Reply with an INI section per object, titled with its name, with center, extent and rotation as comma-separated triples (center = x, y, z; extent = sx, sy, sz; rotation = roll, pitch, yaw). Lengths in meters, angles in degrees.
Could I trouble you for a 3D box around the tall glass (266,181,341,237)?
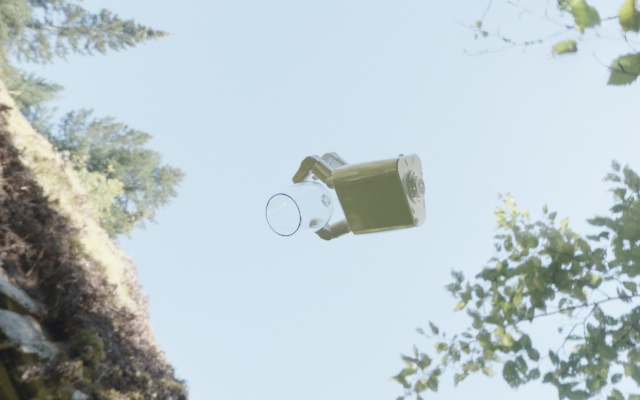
[tall glass]
center = 0.000, 0.002, 0.747
extent = 0.079, 0.079, 0.201
rotation = 0, 11, 33
